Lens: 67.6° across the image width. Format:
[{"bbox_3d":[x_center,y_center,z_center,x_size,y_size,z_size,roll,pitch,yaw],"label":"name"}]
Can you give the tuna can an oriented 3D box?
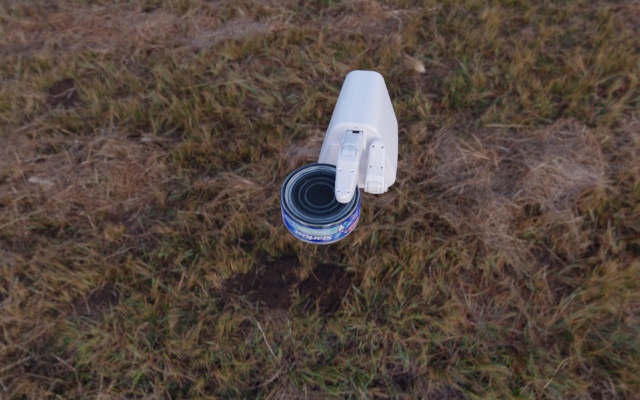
[{"bbox_3d":[0.000,0.001,0.509,0.086,0.086,0.034,0,-35,1],"label":"tuna can"}]
